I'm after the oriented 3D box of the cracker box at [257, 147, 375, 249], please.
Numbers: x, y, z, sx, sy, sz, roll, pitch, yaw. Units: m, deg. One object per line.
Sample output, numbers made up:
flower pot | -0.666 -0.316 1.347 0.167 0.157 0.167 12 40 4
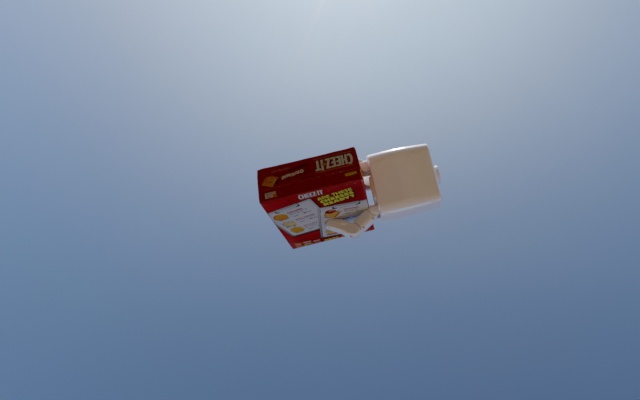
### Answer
cracker box | 0.000 0.003 0.829 0.164 0.072 0.214 -14 -27 5
